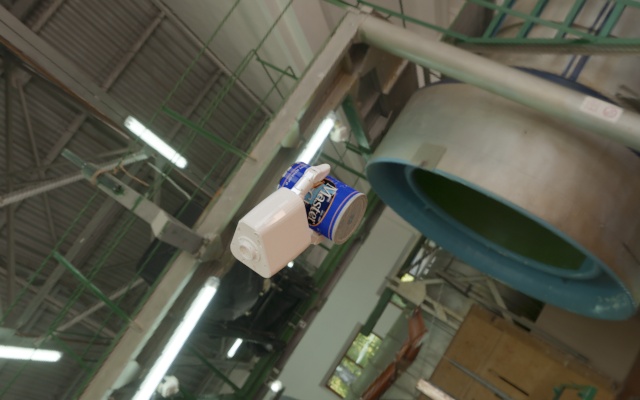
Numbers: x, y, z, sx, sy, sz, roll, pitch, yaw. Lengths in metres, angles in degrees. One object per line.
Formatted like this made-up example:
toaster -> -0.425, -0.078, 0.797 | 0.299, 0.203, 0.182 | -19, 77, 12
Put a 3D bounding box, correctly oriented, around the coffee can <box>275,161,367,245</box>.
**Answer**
coffee can -> 0.000, 0.003, 0.879 | 0.140, 0.103, 0.103 | 30, 13, 23
